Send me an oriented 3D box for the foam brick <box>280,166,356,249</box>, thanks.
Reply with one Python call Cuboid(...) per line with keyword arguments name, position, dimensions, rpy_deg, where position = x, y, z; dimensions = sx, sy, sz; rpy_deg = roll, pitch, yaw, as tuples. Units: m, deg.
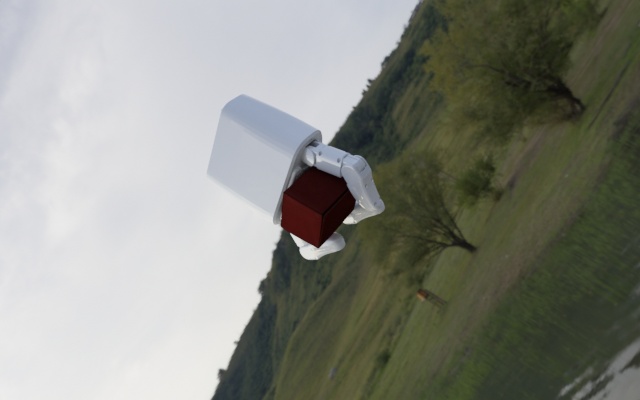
Cuboid(name="foam brick", position=(0.000, 0.002, 0.509), dimensions=(0.051, 0.053, 0.078), rpy_deg=(28, 46, 18))
